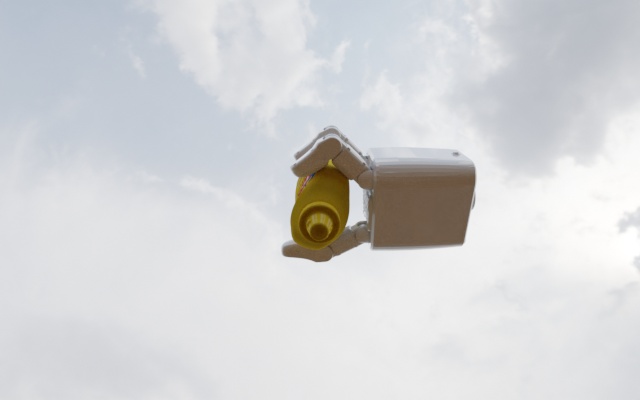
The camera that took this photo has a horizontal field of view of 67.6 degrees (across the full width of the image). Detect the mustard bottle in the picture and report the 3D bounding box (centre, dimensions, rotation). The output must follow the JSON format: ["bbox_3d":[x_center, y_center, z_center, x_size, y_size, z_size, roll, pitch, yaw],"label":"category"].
[{"bbox_3d":[0.000,0.002,0.533,0.058,0.096,0.191,23,16,-7],"label":"mustard bottle"}]
